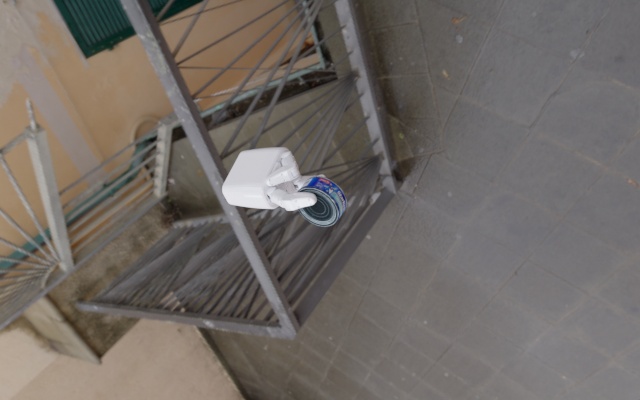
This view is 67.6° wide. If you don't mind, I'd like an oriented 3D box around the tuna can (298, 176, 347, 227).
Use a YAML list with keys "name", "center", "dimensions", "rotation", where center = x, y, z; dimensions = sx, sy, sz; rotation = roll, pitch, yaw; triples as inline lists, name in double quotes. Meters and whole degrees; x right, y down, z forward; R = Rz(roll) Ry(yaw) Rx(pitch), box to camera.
- name: "tuna can"
  center: [0.000, 0.003, 0.818]
  dimensions: [0.086, 0.086, 0.033]
  rotation: [0, 36, 33]
